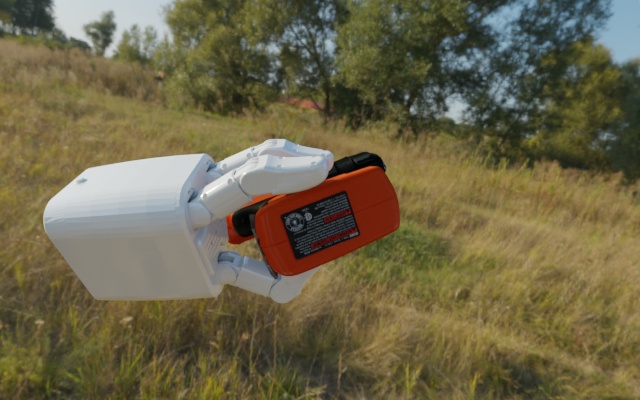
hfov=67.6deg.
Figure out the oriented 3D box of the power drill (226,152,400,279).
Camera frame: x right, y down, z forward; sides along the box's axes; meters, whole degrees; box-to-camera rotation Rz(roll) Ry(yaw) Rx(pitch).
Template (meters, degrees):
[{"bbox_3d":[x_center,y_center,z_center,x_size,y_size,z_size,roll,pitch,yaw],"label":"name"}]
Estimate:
[{"bbox_3d":[0.000,0.001,0.427,0.184,0.057,0.187,-23,9,-11],"label":"power drill"}]
